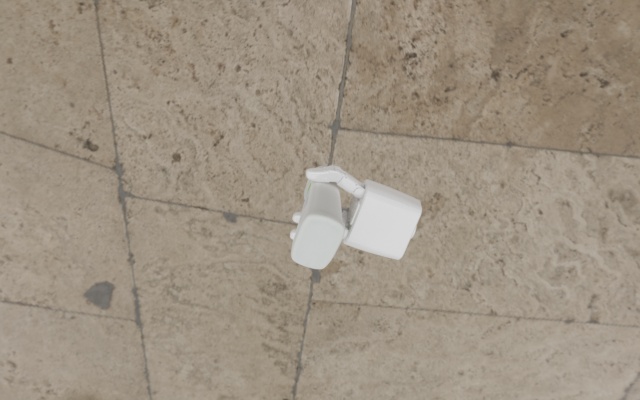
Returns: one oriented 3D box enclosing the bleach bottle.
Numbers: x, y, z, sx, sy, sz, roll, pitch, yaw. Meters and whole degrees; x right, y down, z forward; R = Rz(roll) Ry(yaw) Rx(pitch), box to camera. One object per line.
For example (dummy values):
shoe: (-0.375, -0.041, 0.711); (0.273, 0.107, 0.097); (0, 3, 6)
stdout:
bleach bottle: (0.000, 0.003, 0.820); (0.068, 0.103, 0.250); (19, 30, -8)
